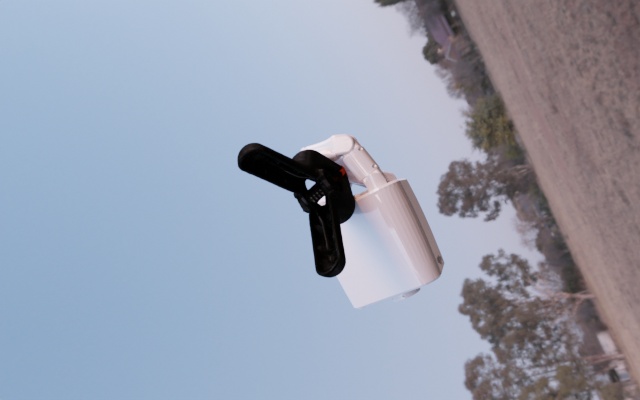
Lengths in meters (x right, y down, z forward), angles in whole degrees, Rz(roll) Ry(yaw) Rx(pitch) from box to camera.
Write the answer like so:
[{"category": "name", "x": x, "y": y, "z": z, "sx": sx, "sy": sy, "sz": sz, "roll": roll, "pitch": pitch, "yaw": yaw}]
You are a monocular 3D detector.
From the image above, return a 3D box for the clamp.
[{"category": "clamp", "x": 0.000, "y": 0.002, "z": 0.426, "sx": 0.039, "sy": 0.120, "sz": 0.171, "roll": -30, "pitch": -5, "yaw": 22}]
